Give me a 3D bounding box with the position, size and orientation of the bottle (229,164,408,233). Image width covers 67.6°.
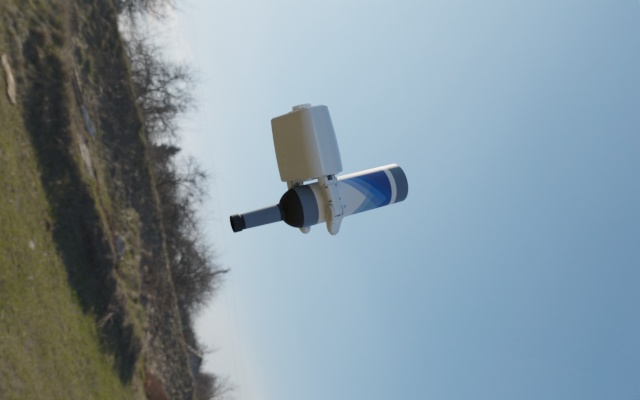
[{"bbox_3d":[0.000,0.003,0.769,0.295,0.069,0.069,-14,5,-21],"label":"bottle"}]
